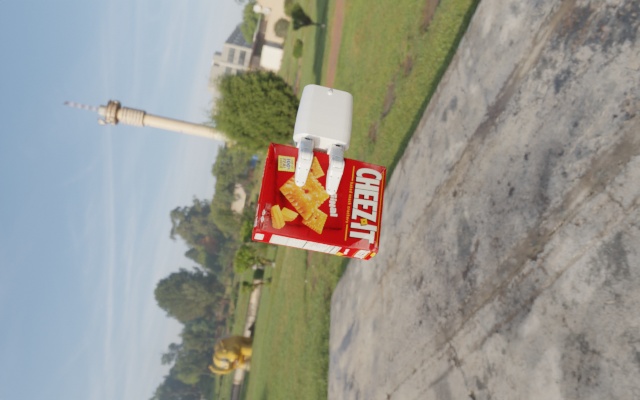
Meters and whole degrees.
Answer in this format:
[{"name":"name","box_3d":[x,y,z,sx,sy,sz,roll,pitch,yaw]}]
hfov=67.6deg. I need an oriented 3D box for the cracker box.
[{"name":"cracker box","box_3d":[0.000,0.003,0.836,0.214,0.164,0.072,11,-19,-8]}]
